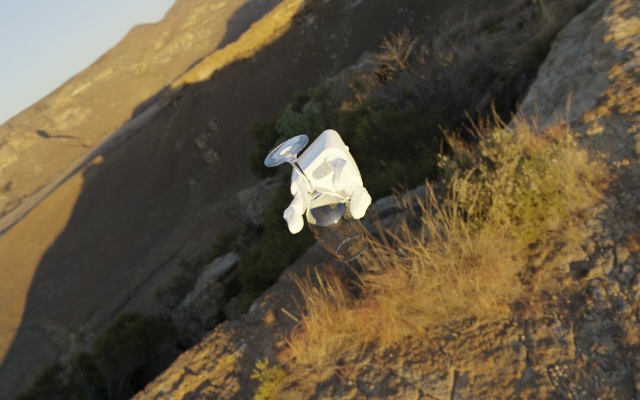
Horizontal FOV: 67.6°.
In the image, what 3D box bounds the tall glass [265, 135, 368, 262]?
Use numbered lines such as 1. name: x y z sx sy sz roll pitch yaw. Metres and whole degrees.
1. tall glass: 0.000 0.002 0.731 0.079 0.201 0.079 -27 25 14
